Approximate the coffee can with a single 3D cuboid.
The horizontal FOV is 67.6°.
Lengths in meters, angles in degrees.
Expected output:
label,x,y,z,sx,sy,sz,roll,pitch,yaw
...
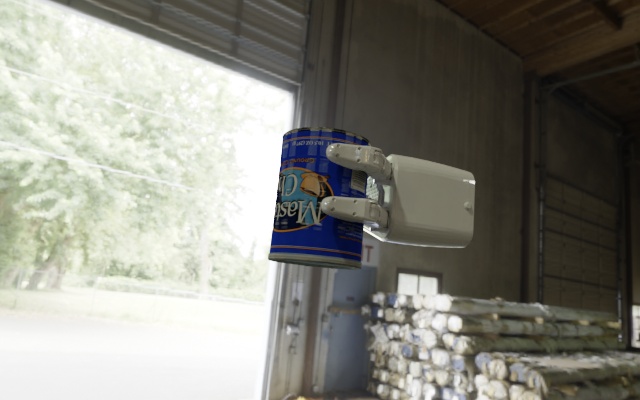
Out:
label,x,y,z,sx,sy,sz,roll,pitch,yaw
coffee can,0.000,0.002,0.532,0.103,0.140,0.103,5,-10,1
